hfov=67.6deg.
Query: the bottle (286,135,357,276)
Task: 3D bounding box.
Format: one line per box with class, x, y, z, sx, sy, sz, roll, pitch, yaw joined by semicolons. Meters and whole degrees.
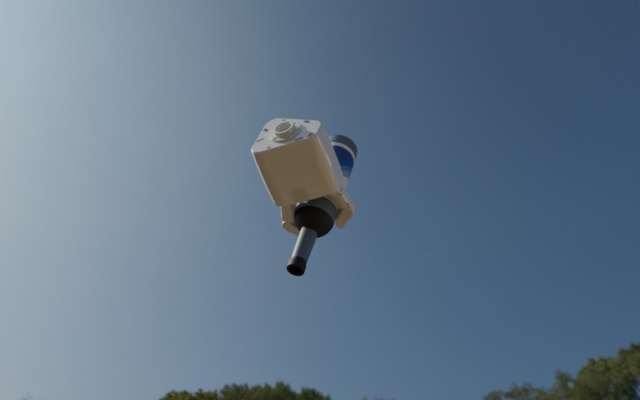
bottle;0.000;0.002;0.797;0.069;0.069;0.295;0;43;20
